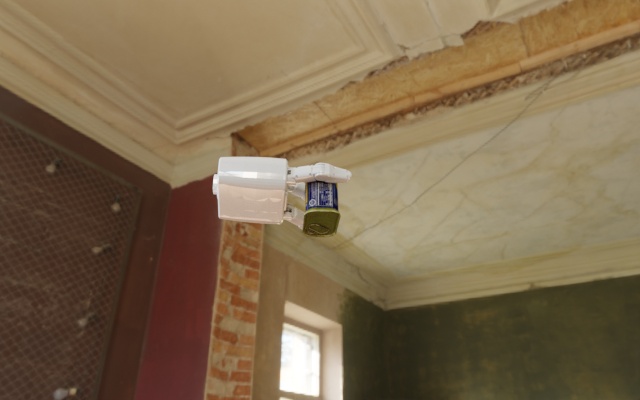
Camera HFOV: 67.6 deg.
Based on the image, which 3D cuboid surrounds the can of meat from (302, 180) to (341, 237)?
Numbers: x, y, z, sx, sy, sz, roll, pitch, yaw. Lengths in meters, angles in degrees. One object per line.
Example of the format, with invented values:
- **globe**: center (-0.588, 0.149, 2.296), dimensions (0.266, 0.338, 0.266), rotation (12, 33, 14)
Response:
- **can of meat**: center (0.000, 0.002, 0.787), dimensions (0.057, 0.084, 0.102), rotation (1, -27, -4)
